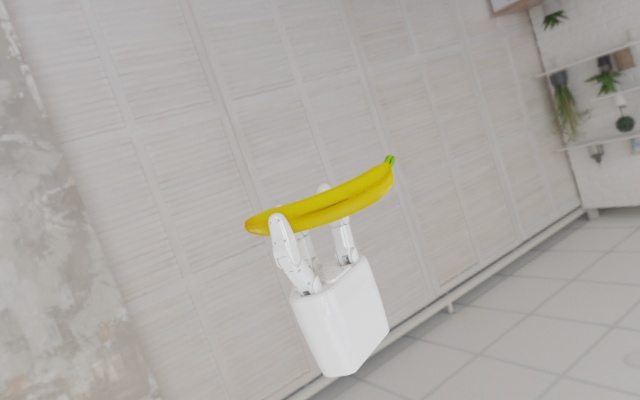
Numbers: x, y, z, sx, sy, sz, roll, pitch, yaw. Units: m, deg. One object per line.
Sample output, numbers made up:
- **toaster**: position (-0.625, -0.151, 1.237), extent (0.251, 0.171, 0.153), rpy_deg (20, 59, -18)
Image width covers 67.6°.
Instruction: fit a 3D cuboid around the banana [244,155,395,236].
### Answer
- **banana**: position (0.005, 0.004, 0.546), extent (0.198, 0.037, 0.069), rpy_deg (-23, 13, -1)
